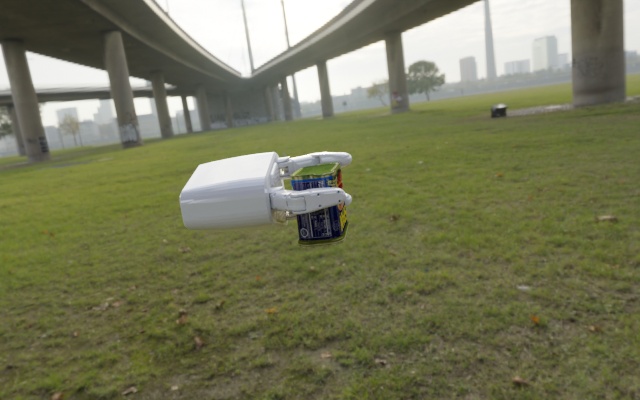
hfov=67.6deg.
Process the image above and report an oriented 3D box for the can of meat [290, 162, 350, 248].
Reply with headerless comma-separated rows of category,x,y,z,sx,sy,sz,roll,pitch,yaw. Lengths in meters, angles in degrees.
can of meat,0.000,0.002,0.580,0.057,0.084,0.102,-6,11,9
